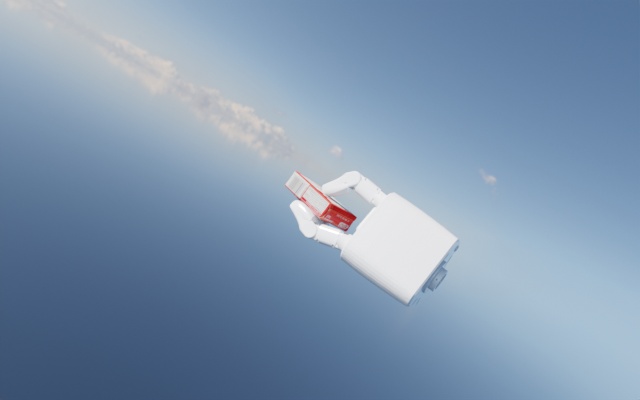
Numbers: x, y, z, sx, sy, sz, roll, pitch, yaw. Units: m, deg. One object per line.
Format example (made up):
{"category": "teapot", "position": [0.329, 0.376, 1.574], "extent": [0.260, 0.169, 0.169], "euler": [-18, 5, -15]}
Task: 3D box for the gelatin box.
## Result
{"category": "gelatin box", "position": [0.000, 0.002, 0.685], "extent": [0.089, 0.030, 0.073], "euler": [43, 8, 35]}
